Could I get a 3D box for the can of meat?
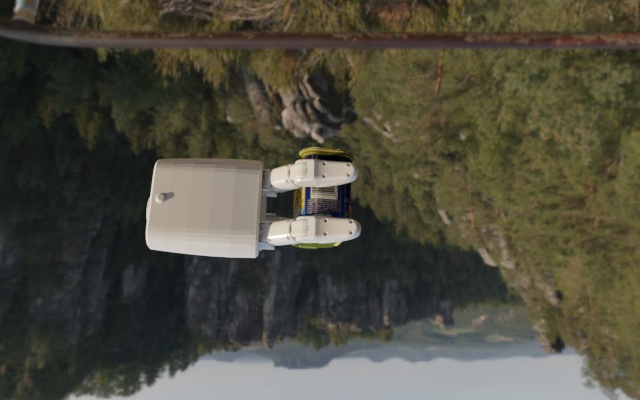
[{"bbox_3d":[0.000,0.002,0.509,0.057,0.084,0.102,4,-17,-9],"label":"can of meat"}]
